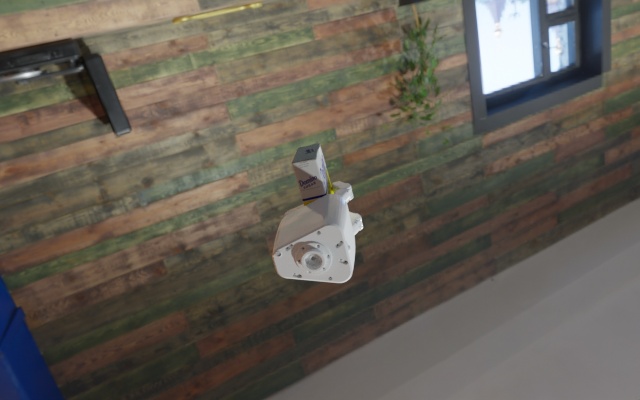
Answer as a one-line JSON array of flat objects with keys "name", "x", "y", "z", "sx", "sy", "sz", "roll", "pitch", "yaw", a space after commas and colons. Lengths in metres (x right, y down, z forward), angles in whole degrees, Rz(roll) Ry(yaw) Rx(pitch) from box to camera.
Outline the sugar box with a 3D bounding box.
[{"name": "sugar box", "x": 0.001, "y": 0.003, "z": 0.785, "sx": 0.048, "sy": 0.176, "sz": 0.093, "roll": -10, "pitch": 20, "yaw": 8}]
